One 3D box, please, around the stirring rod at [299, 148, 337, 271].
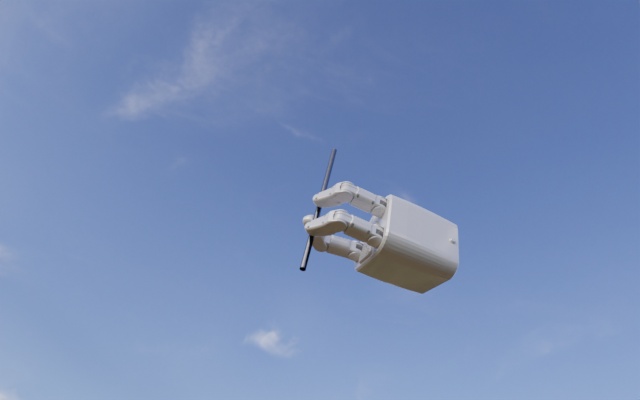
[{"bbox_3d":[0.000,0.002,0.663,0.011,0.011,0.239,0,42,14],"label":"stirring rod"}]
